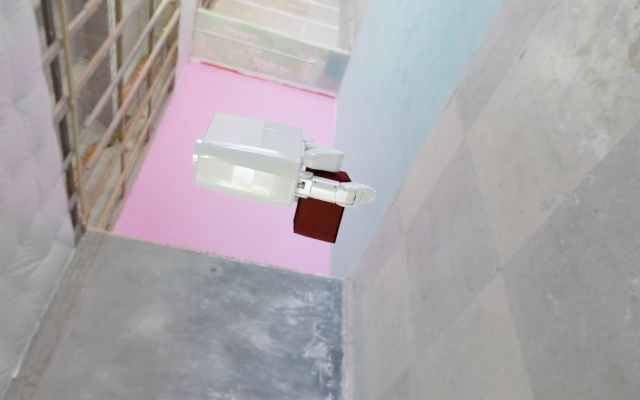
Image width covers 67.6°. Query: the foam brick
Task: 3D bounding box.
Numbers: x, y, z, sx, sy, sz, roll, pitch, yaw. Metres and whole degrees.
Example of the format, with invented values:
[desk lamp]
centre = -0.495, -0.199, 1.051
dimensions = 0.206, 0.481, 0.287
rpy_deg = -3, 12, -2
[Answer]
[foam brick]
centre = 0.000, 0.002, 0.563
dimensions = 0.051, 0.078, 0.053
rpy_deg = 12, 15, -8
